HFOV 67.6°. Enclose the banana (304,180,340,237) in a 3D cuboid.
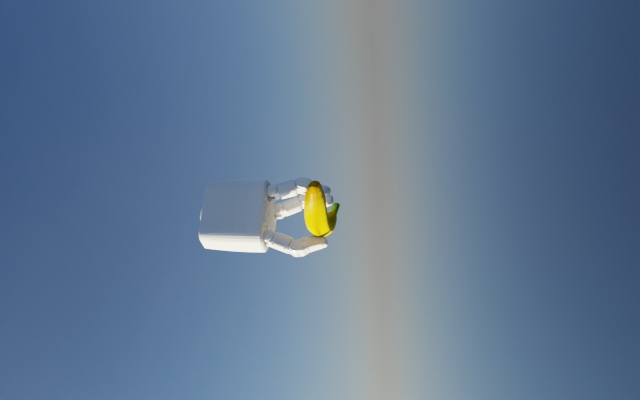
[{"bbox_3d":[-0.001,0.021,0.745,0.037,0.069,0.198,4,-9,10],"label":"banana"}]
